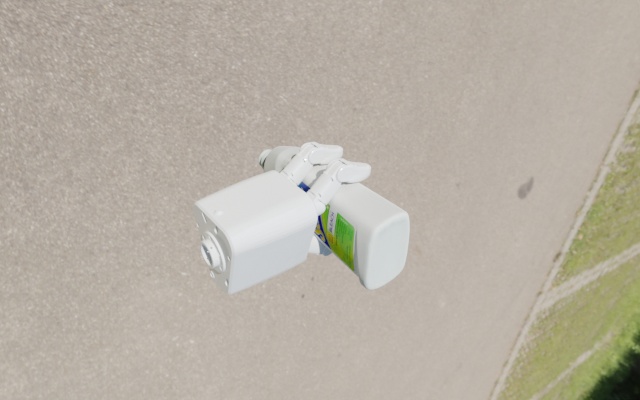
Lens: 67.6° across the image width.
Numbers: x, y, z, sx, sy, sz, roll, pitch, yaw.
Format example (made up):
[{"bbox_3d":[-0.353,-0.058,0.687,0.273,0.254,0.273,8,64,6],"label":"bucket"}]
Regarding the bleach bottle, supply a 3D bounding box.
[{"bbox_3d":[0.000,0.002,0.612,0.068,0.103,0.250,-24,41,-30],"label":"bleach bottle"}]
